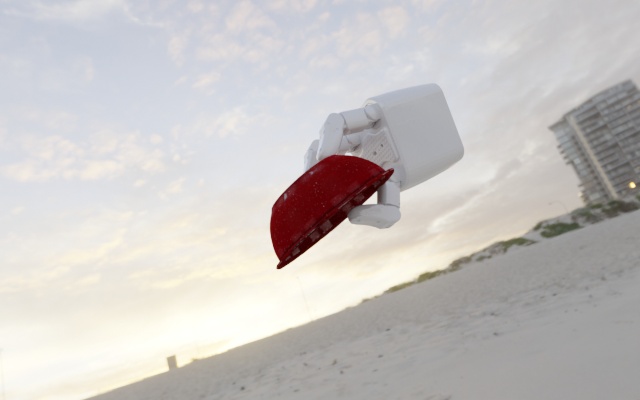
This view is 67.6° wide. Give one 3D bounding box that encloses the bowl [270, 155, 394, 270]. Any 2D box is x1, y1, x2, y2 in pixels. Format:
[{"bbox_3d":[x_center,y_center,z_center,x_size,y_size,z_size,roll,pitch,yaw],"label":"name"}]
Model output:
[{"bbox_3d":[-0.001,0.002,0.506,0.162,0.055,0.162,-40,-7,-6],"label":"bowl"}]
